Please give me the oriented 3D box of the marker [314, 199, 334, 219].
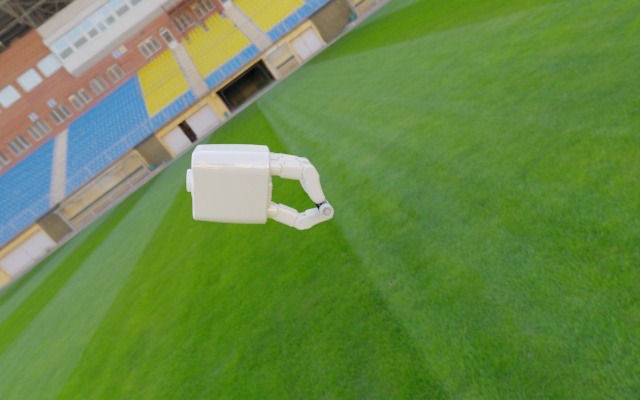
[{"bbox_3d":[0.000,0.002,0.727,0.020,0.020,0.121,0,14,-9],"label":"marker"}]
